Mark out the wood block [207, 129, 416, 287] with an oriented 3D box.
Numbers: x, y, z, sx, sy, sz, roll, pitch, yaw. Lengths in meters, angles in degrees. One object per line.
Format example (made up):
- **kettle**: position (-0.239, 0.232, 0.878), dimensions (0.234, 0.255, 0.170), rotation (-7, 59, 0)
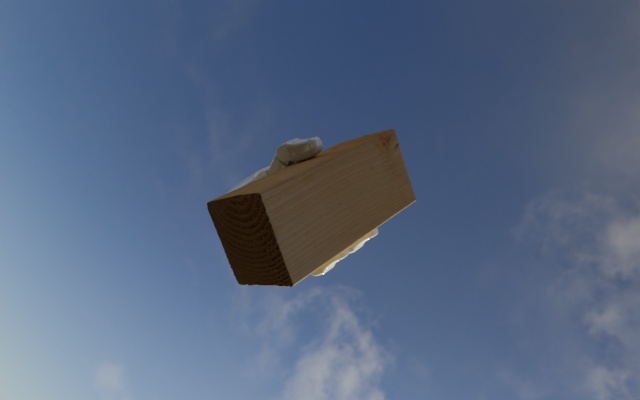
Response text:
- **wood block**: position (0.000, 0.001, 0.504), dimensions (0.090, 0.091, 0.206), rotation (-9, 15, 46)
